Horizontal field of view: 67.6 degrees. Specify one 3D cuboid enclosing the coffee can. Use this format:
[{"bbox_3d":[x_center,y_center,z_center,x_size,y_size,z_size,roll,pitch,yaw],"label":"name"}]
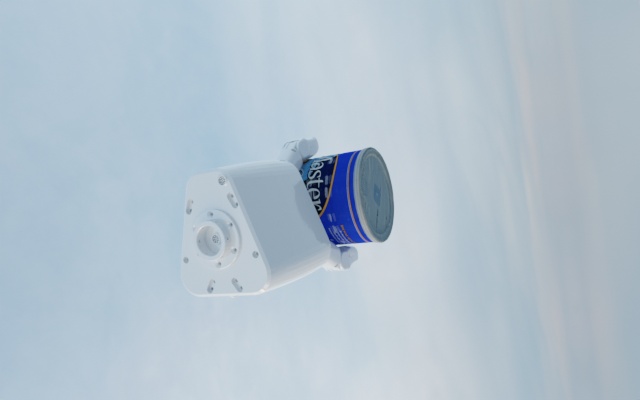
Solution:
[{"bbox_3d":[0.000,0.002,0.539,0.140,0.103,0.103,-7,-3,27],"label":"coffee can"}]
